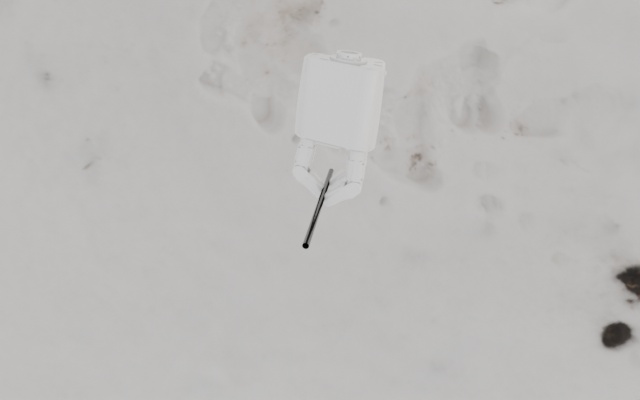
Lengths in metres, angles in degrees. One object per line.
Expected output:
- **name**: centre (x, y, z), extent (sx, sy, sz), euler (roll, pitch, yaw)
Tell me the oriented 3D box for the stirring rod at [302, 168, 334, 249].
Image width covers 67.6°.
- **stirring rod**: centre (0.000, 0.002, 0.645), extent (0.011, 0.011, 0.239), euler (0, 24, 9)
